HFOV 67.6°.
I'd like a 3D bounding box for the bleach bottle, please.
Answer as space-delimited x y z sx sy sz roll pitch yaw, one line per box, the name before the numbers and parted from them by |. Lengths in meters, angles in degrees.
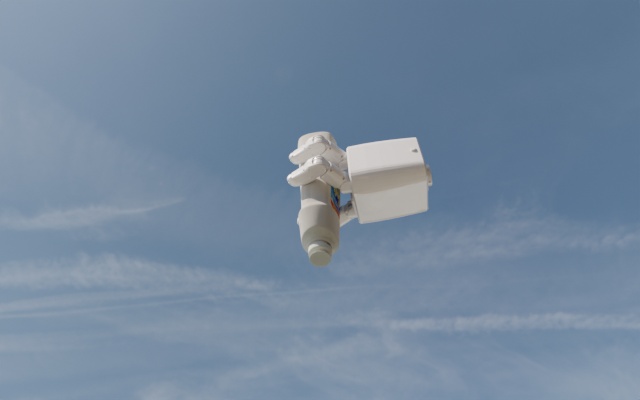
bleach bottle | 0.000 0.002 0.706 0.068 0.103 0.250 -9 38 7
